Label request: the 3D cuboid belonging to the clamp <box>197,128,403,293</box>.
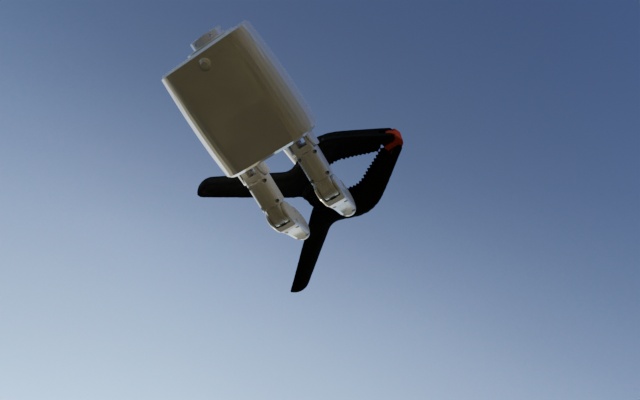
[{"bbox_3d":[0.000,0.001,0.498,0.210,0.165,0.036,-28,21,15],"label":"clamp"}]
